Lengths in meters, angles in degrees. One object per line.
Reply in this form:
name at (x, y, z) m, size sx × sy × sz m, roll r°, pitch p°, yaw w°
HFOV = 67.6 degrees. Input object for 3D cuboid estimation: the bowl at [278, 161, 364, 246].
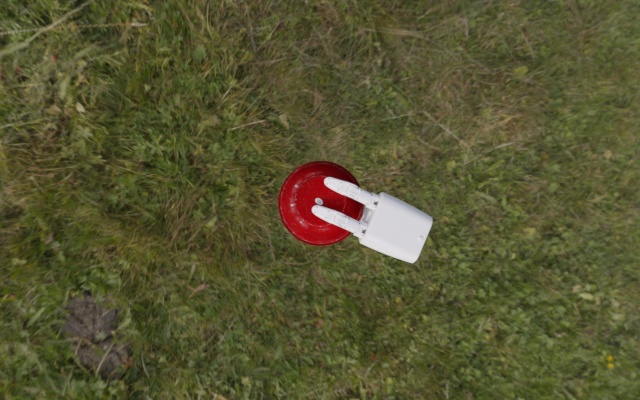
bowl at (-0.001, 0.003, 0.874) m, size 0.162 × 0.162 × 0.055 m, roll 0°, pitch -5°, yaw 1°
